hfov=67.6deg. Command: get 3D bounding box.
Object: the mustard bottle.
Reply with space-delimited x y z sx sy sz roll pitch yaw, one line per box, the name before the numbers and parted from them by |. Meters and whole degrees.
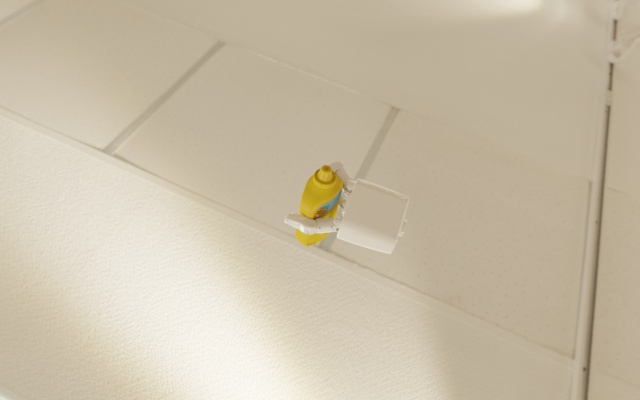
mustard bottle | 0.000 0.003 0.897 0.058 0.192 0.096 39 58 20
